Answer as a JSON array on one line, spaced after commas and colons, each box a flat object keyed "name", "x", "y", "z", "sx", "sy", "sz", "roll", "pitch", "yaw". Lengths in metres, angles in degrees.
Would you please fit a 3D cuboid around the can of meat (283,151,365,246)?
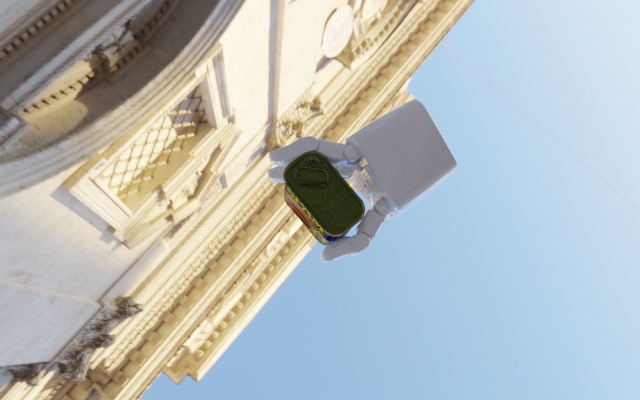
[{"name": "can of meat", "x": 0.000, "y": 0.002, "z": 0.577, "sx": 0.057, "sy": 0.102, "sz": 0.084, "roll": -38, "pitch": -9, "yaw": -15}]
